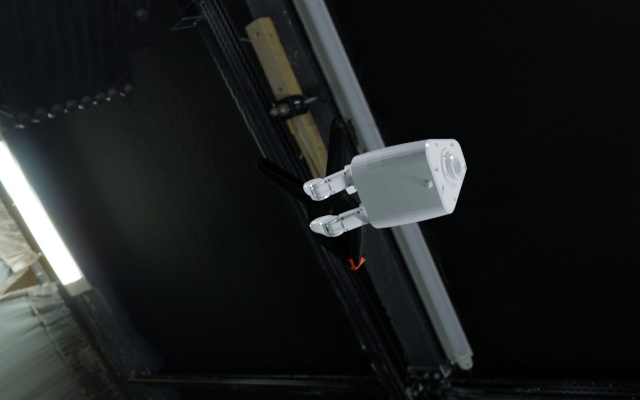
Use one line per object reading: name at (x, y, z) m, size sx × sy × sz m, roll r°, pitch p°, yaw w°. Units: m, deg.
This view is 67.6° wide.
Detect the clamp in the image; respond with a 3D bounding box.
clamp at (0.001, 0.002, 0.677) m, size 0.164 × 0.210 × 0.036 m, roll -12°, pitch 16°, yaw 38°
